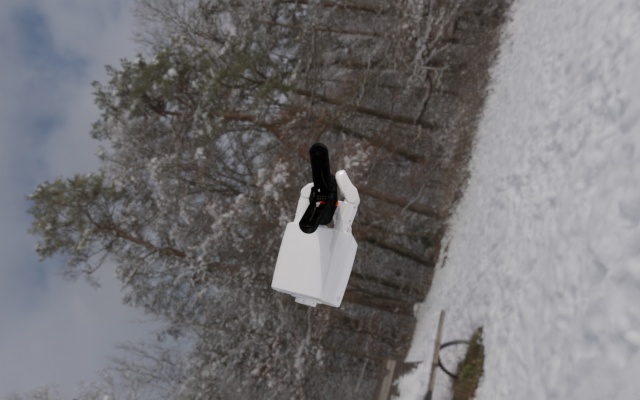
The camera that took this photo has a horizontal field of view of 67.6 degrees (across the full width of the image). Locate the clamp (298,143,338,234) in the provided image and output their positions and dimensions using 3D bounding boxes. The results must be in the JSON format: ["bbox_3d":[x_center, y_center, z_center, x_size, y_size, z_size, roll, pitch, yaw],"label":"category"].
[{"bbox_3d":[0.000,0.002,0.688,0.039,0.120,0.171,12,-15,14],"label":"clamp"}]
